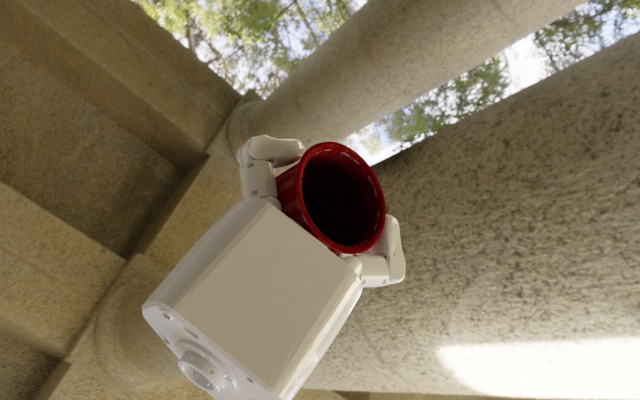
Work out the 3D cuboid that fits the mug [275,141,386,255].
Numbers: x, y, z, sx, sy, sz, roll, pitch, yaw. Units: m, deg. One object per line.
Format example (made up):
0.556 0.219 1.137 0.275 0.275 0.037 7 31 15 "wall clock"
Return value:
0.001 0.001 0.414 0.081 0.093 0.117 -26 18 47 "mug"
